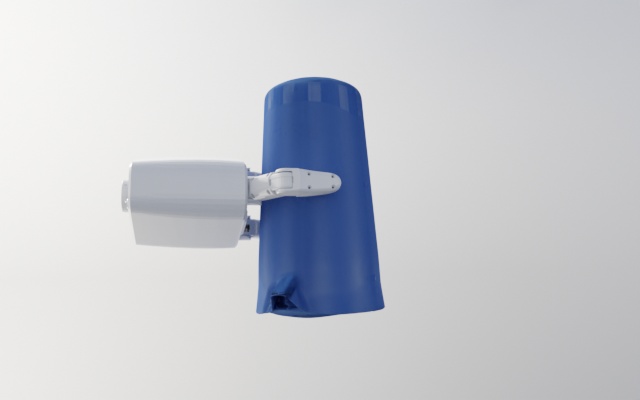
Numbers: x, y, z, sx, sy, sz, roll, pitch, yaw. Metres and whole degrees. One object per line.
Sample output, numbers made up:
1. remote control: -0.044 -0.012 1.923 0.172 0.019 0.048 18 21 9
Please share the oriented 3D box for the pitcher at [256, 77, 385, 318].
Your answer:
1. pitcher: 0.000 0.002 0.520 0.145 0.243 0.149 1 -9 -17
